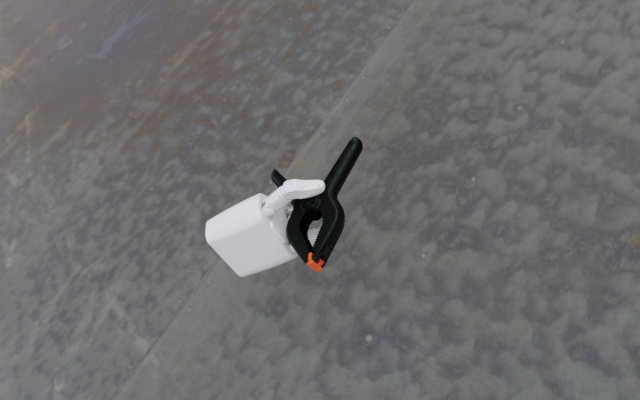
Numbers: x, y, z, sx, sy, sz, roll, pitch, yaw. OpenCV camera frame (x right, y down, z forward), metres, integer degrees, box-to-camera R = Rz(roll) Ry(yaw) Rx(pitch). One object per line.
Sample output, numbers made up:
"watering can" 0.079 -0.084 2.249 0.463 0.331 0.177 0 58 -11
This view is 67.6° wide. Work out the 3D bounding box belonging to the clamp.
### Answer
"clamp" 0.000 0.002 0.706 0.164 0.209 0.036 -26 -42 21
